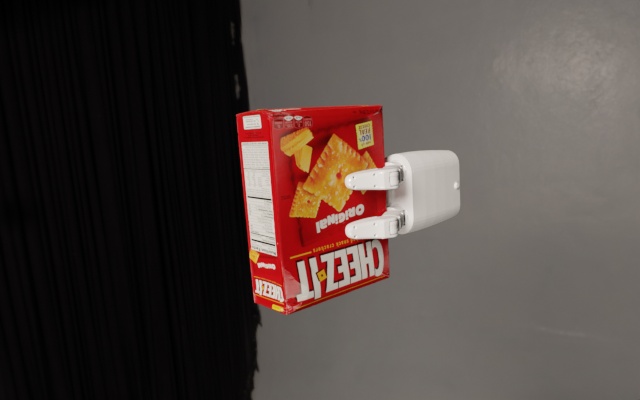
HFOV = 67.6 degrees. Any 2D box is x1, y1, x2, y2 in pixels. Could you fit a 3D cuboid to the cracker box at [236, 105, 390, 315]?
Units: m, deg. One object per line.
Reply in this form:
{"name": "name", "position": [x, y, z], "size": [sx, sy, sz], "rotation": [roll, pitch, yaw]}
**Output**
{"name": "cracker box", "position": [0.000, 0.002, 0.547], "size": [0.164, 0.214, 0.072], "rotation": [-11, 11, -38]}
